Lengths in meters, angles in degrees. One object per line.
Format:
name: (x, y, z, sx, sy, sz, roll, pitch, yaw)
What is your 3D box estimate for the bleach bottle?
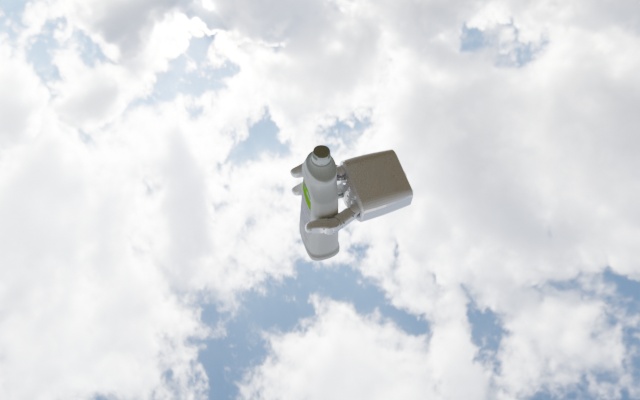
bleach bottle: (0.000, 0.003, 0.857, 0.068, 0.102, 0.251, -15, -34, -14)
